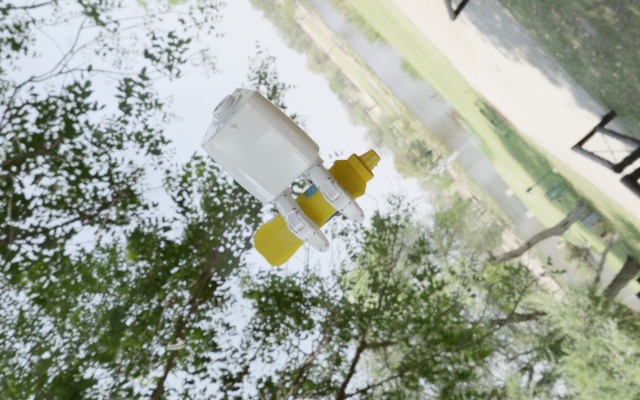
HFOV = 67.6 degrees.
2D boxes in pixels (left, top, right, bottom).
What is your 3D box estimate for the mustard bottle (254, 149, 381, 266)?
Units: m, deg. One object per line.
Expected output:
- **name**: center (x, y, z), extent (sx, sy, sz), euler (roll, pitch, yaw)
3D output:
- **mustard bottle**: center (0.000, 0.002, 0.623), extent (0.191, 0.058, 0.096), euler (-42, 4, 12)
